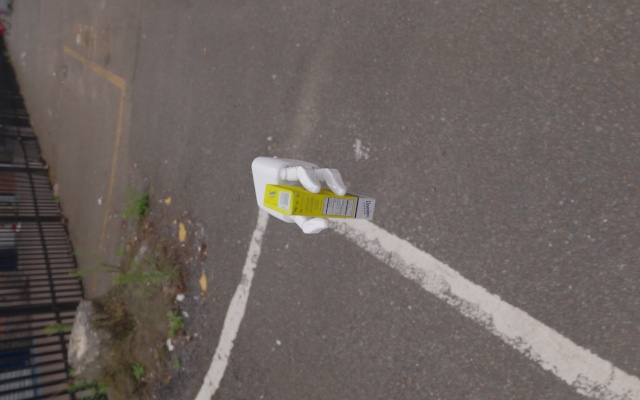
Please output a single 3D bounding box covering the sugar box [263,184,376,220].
[{"bbox_3d":[0.000,0.002,0.831,0.176,0.048,0.093,1,9,-35],"label":"sugar box"}]
